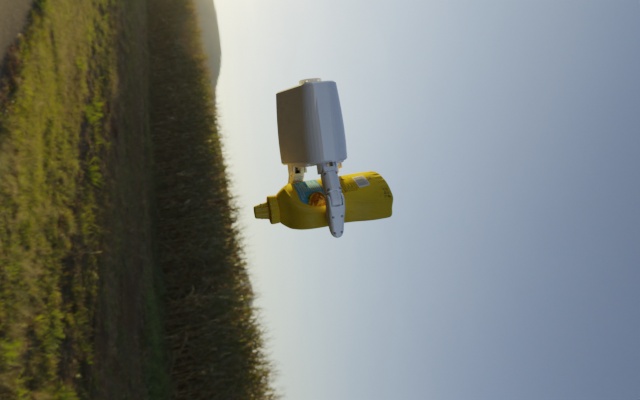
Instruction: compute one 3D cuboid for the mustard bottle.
[{"bbox_3d":[0.000,0.003,0.685,0.191,0.058,0.096,-8,32,-13],"label":"mustard bottle"}]
